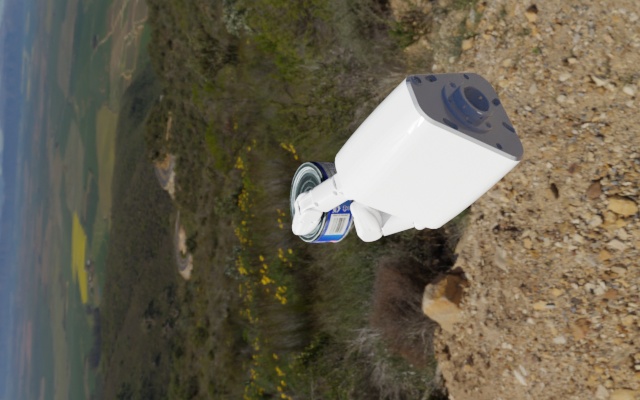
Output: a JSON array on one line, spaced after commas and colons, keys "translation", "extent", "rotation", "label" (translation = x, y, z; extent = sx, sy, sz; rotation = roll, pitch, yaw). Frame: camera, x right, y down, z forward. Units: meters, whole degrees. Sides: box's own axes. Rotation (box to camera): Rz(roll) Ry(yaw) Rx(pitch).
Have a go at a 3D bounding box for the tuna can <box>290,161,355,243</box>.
[{"translation": [0.000, 0.002, 0.502], "extent": [0.034, 0.086, 0.086], "rotation": [0, 0, -29], "label": "tuna can"}]
